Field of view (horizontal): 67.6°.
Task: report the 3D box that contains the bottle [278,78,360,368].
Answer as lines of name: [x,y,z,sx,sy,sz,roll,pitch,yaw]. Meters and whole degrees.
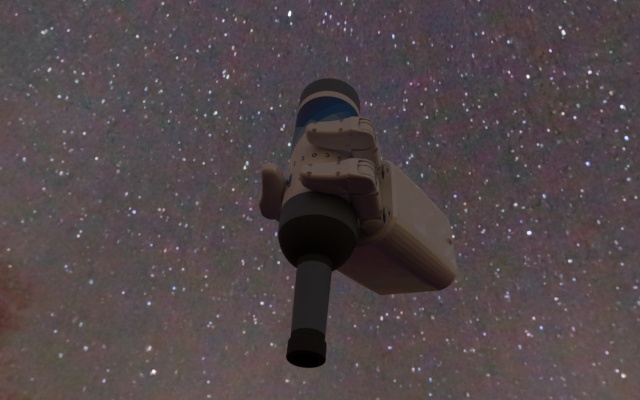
bottle: [0.000,0.001,0.425,0.069,0.295,0.069,3,-43,3]
